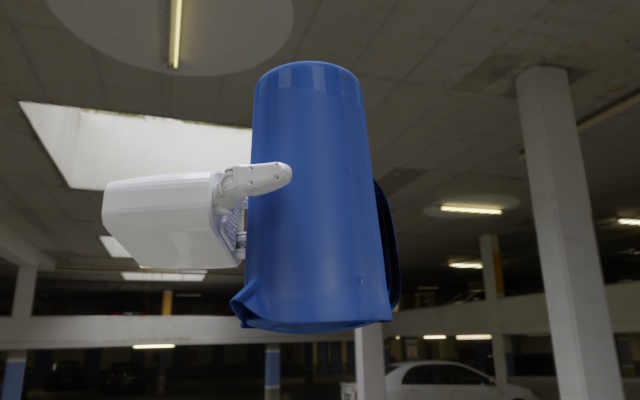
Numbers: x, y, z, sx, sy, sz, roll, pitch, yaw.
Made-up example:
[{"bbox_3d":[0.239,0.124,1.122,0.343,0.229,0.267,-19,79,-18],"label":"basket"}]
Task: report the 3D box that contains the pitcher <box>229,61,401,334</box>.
[{"bbox_3d":[0.000,0.001,0.457,0.145,0.242,0.149,-4,-16,6],"label":"pitcher"}]
